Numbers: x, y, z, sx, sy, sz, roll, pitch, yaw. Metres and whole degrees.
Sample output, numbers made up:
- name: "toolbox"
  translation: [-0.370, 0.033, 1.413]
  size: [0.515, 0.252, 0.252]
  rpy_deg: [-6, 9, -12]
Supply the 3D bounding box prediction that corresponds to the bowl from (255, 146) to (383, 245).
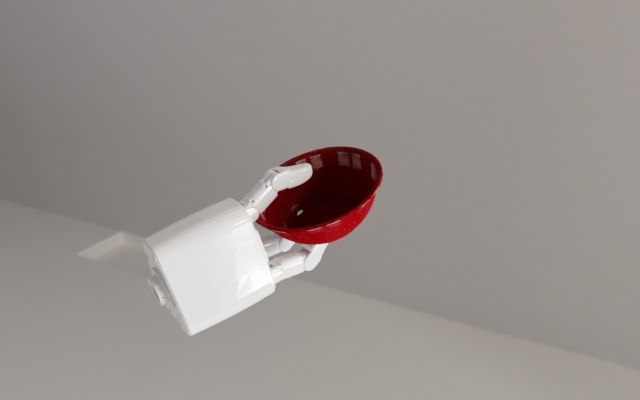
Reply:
- name: "bowl"
  translation: [0.001, 0.002, 0.569]
  size: [0.162, 0.055, 0.162]
  rpy_deg: [-14, 35, 10]
